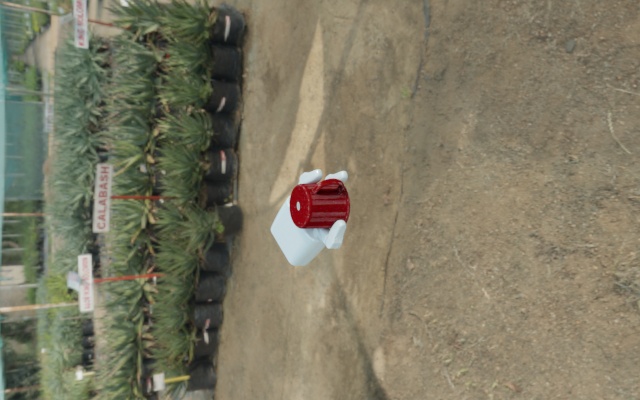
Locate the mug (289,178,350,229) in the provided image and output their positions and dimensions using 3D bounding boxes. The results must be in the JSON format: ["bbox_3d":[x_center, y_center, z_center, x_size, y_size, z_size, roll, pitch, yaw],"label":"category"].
[{"bbox_3d":[0.001,0.002,0.862,0.081,0.093,0.117,-1,-36,-30],"label":"mug"}]
